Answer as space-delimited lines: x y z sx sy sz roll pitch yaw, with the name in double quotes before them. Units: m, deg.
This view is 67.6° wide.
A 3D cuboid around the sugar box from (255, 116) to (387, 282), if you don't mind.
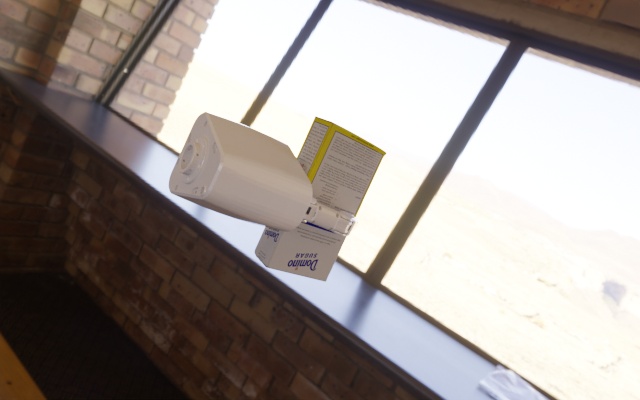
"sugar box" 0.000 0.001 0.559 0.093 0.176 0.048 21 9 -37
